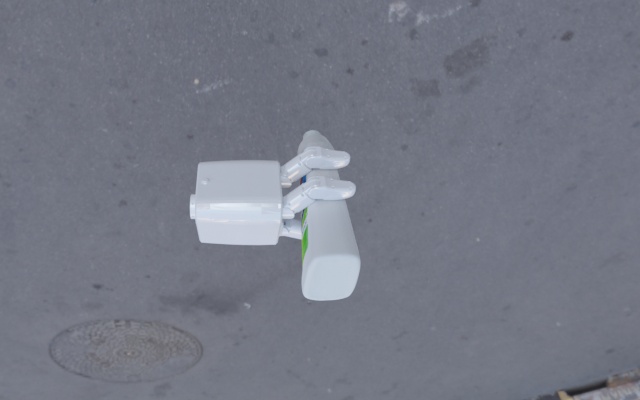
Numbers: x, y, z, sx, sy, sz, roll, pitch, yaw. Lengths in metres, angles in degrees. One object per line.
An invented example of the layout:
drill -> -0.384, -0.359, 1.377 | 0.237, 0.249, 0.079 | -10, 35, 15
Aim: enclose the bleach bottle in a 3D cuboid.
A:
bleach bottle -> 0.000, 0.002, 0.653 | 0.068, 0.250, 0.103 | 0, -42, -9
